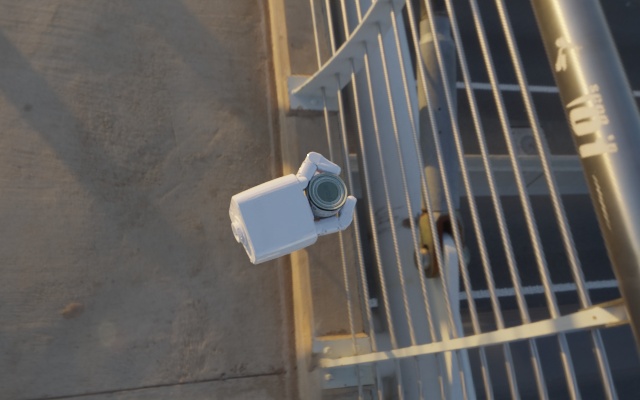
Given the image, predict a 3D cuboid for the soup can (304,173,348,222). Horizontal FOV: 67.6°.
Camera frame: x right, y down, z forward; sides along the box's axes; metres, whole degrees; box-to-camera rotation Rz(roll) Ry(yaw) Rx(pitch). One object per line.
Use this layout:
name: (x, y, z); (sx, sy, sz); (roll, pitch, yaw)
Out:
soup can: (0.001, 0.002, 0.801); (0.068, 0.068, 0.102); (0, -21, -15)
